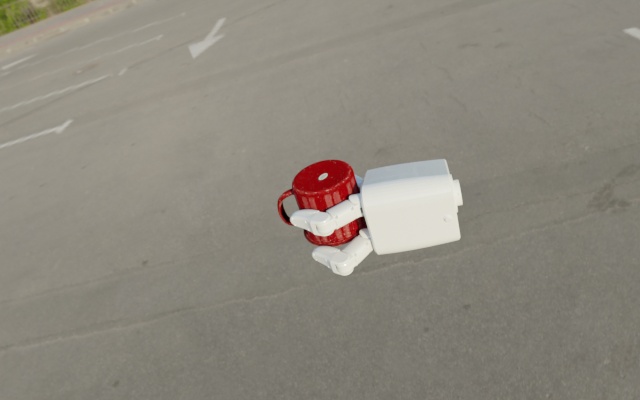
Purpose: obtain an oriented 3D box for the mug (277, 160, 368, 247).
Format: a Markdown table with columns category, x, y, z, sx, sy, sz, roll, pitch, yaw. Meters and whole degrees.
| category | x | y | z | sx | sy | sz | roll | pitch | yaw |
| --- | --- | --- | --- | --- | --- | --- | --- | --- | --- |
| mug | -0.001 | 0.002 | 0.626 | 0.117 | 0.081 | 0.093 | -10 | 34 | 13 |
